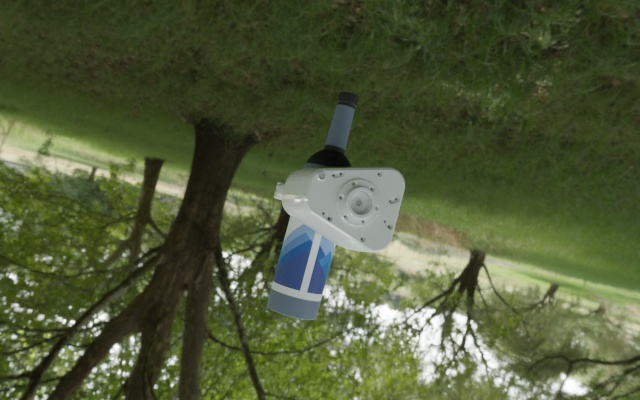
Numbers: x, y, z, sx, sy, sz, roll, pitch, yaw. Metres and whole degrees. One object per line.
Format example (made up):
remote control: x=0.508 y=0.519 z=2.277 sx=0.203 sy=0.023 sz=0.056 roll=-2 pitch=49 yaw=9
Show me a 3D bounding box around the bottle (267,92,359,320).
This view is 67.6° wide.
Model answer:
bottle: x=0.000 y=0.002 z=0.625 sx=0.069 sy=0.295 sz=0.069 roll=15 pitch=-4 yaw=1
